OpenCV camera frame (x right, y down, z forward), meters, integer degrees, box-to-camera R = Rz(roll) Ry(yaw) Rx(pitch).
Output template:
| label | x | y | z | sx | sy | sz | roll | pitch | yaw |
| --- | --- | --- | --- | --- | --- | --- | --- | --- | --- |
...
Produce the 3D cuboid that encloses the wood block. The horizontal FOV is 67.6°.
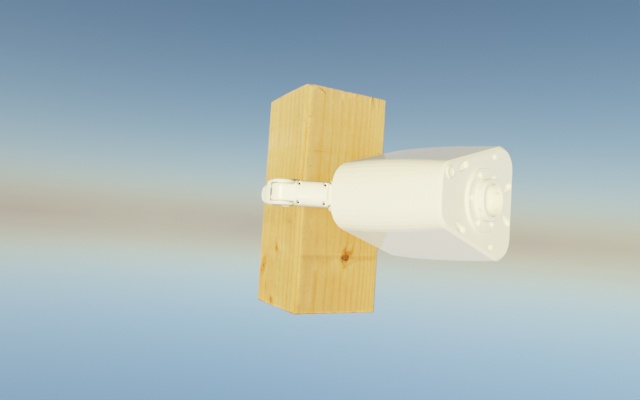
| label | x | y | z | sx | sy | sz | roll | pitch | yaw |
| --- | --- | --- | --- | --- | --- | --- | --- | --- | --- |
| wood block | 0.000 | 0.002 | 0.479 | 0.091 | 0.206 | 0.090 | 6 | -4 | -28 |
